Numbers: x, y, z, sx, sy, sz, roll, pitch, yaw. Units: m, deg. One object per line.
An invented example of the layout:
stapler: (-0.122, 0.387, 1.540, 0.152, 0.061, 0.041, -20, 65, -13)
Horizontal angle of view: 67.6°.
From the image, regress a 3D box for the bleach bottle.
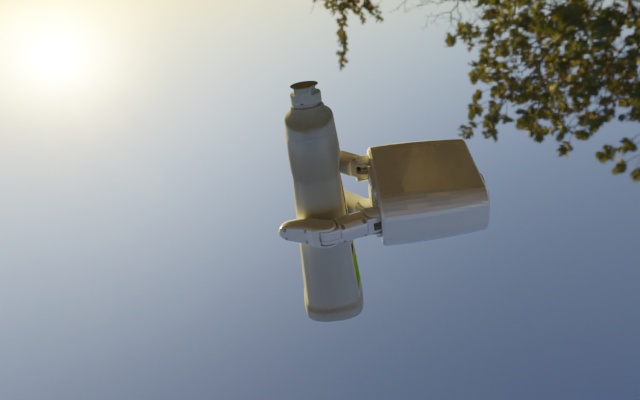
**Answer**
bleach bottle: (0.000, 0.002, 0.513, 0.068, 0.251, 0.102, -7, 27, 2)
